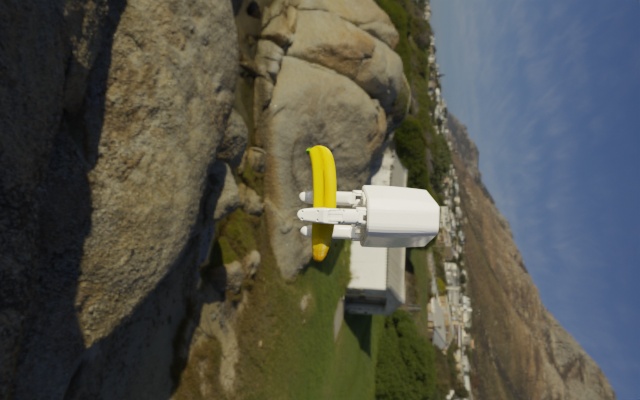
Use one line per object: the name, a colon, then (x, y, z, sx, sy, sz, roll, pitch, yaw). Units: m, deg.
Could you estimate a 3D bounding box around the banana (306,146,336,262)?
banana: (0.003, -0.008, 0.732, 0.037, 0.197, 0.070, 2, -24, -10)
